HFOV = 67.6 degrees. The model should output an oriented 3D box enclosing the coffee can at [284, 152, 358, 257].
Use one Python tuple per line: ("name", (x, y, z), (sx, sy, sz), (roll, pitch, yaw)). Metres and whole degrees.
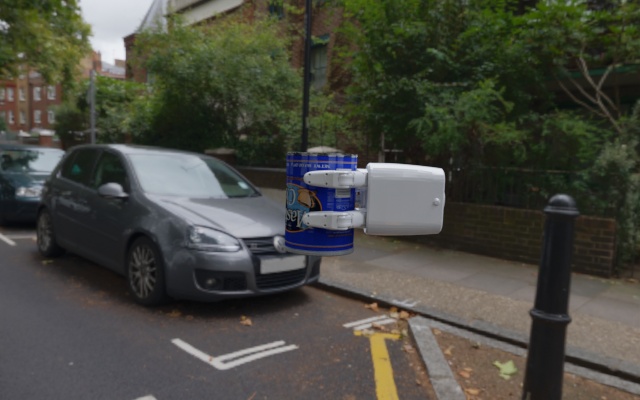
("coffee can", (0.000, 0.002, 0.691), (0.103, 0.140, 0.103), (2, 5, 0))
